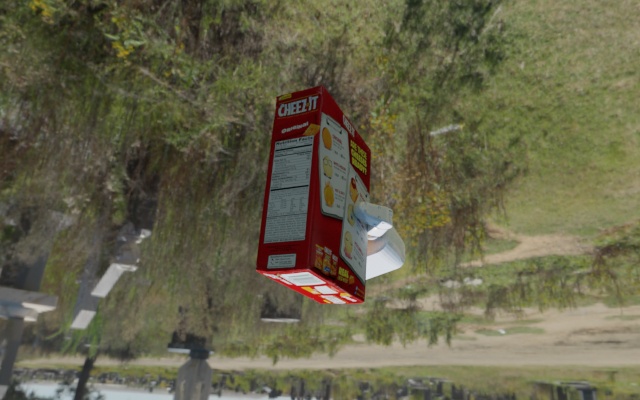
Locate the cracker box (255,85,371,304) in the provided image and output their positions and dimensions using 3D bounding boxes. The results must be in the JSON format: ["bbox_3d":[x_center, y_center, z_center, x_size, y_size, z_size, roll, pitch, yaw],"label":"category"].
[{"bbox_3d":[0.000,0.002,0.569,0.072,0.213,0.164,-7,-24,24],"label":"cracker box"}]
